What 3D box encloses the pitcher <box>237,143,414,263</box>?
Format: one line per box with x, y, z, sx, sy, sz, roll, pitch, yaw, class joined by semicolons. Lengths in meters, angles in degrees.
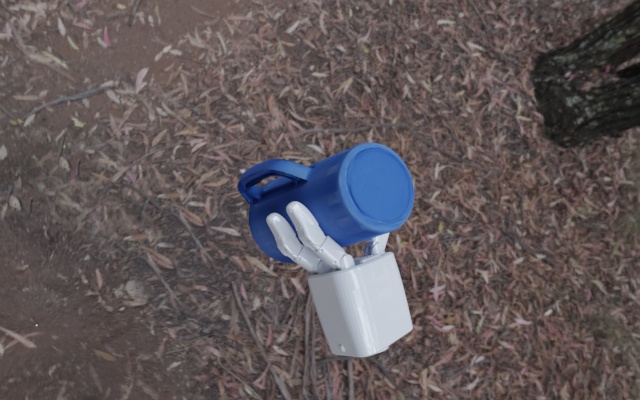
0.000;0.002;0.637;0.149;0.145;0.243;-13;-5;-33;pitcher
